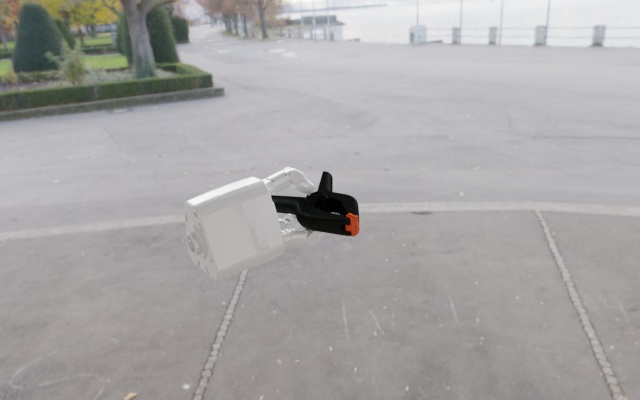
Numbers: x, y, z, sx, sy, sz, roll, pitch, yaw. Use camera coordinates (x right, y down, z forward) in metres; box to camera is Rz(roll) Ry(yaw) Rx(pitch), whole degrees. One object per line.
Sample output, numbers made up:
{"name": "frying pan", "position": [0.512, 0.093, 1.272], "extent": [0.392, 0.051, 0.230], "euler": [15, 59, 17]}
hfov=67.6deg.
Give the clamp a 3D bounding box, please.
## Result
{"name": "clamp", "position": [0.000, 0.002, 0.735], "extent": [0.164, 0.036, 0.210], "euler": [-23, 28, -33]}
